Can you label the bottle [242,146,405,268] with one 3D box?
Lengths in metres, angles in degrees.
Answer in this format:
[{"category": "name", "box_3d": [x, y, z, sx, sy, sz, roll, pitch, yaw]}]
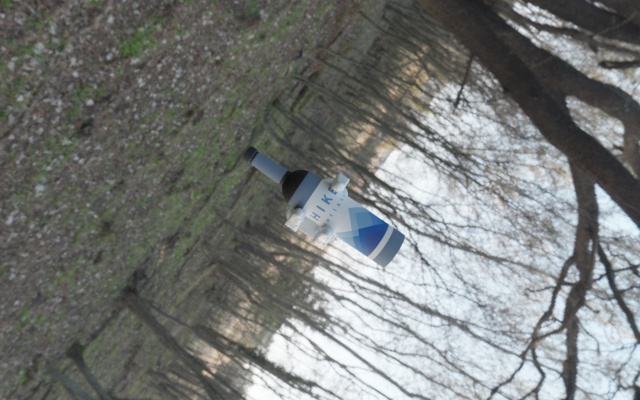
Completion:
[{"category": "bottle", "box_3d": [0.000, 0.003, 0.792, 0.296, 0.069, 0.069, 34, -1, -1]}]
